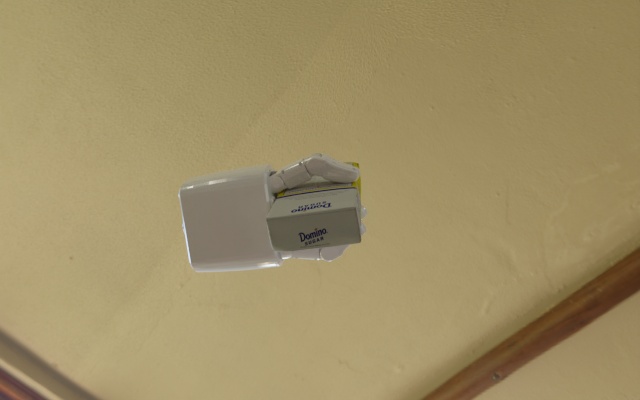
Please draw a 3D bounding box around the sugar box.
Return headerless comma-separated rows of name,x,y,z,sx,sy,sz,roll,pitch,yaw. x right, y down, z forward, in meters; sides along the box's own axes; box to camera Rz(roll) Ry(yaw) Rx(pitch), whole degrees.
sugar box,0.000,0.002,0.551,0.093,0.048,0.176,-7,21,8
